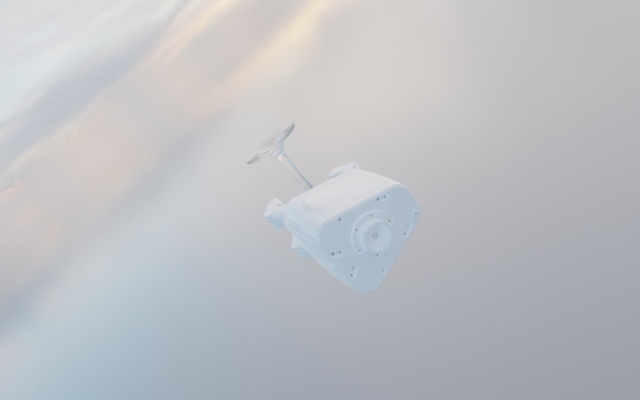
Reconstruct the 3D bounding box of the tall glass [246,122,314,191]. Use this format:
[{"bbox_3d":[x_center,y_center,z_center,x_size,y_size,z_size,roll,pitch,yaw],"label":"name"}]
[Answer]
[{"bbox_3d":[0.000,0.001,0.603,0.079,0.201,0.079,-34,22,16],"label":"tall glass"}]
